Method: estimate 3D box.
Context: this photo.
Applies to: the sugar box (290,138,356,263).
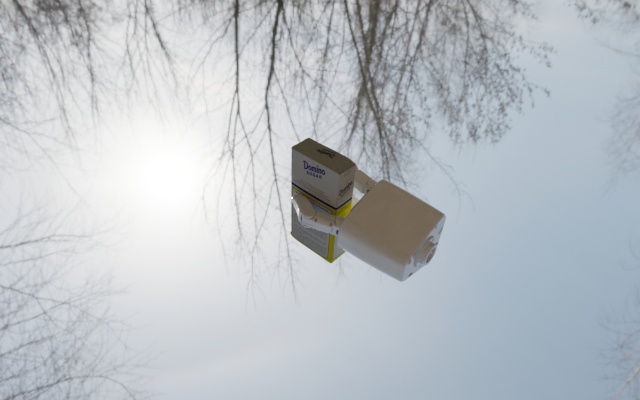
[{"bbox_3d":[0.001,0.002,0.720,0.093,0.176,0.048,32,45,28],"label":"sugar box"}]
